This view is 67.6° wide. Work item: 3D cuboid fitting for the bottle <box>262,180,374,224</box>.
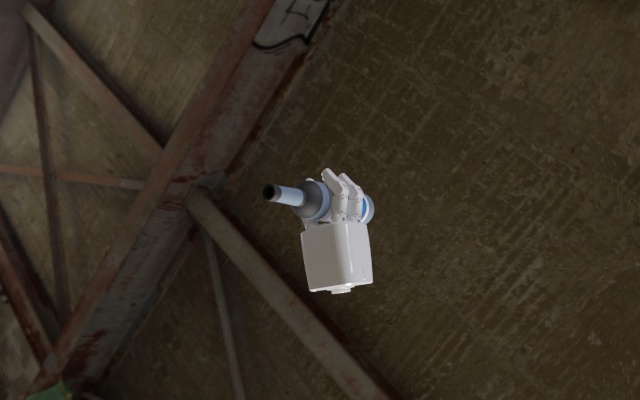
[{"bbox_3d":[0.000,0.003,0.840,0.069,0.069,0.296,0,-6,32],"label":"bottle"}]
